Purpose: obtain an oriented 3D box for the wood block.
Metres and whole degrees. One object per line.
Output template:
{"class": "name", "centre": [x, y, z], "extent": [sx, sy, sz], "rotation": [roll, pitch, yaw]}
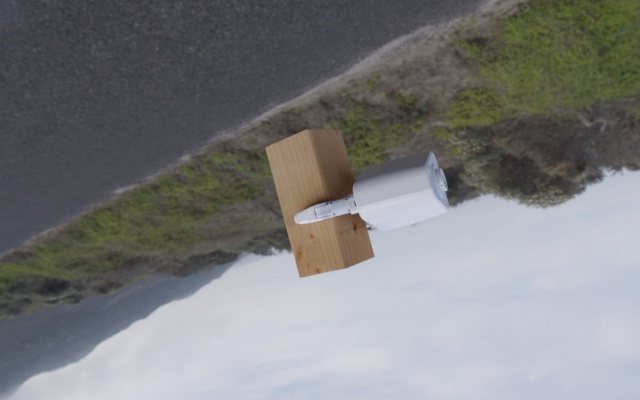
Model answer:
{"class": "wood block", "centre": [0.000, 0.002, 0.732], "extent": [0.090, 0.206, 0.091], "rotation": [-17, -4, 35]}
